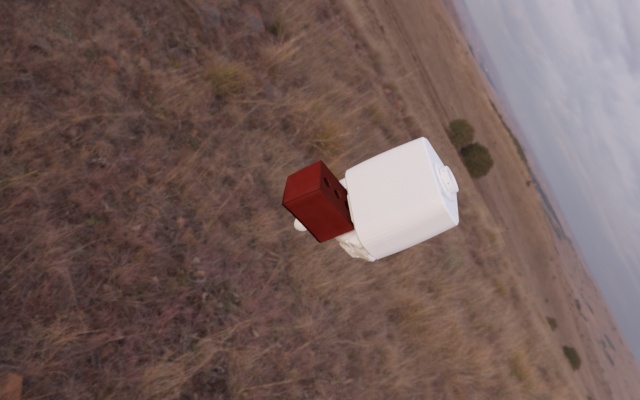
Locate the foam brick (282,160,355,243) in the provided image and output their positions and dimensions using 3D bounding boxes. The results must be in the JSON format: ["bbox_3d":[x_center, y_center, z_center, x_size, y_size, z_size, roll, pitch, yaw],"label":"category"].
[{"bbox_3d":[0.000,0.002,0.565,0.051,0.053,0.078,-24,-52,25],"label":"foam brick"}]
